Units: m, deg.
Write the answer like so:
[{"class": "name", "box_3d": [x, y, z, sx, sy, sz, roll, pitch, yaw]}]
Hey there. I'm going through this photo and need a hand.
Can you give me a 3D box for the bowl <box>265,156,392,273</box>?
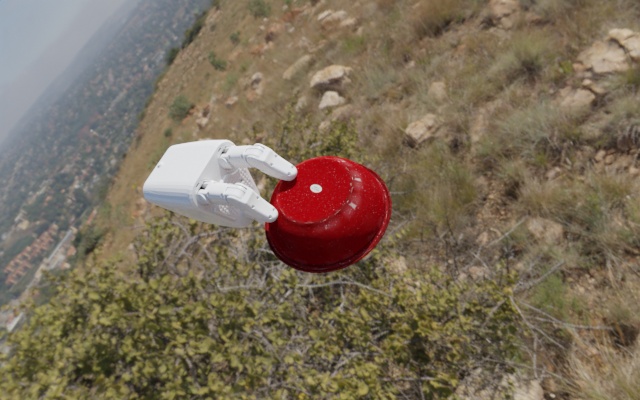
[{"class": "bowl", "box_3d": [0.001, 0.002, 0.566, 0.162, 0.162, 0.055, 0, -33, 19]}]
